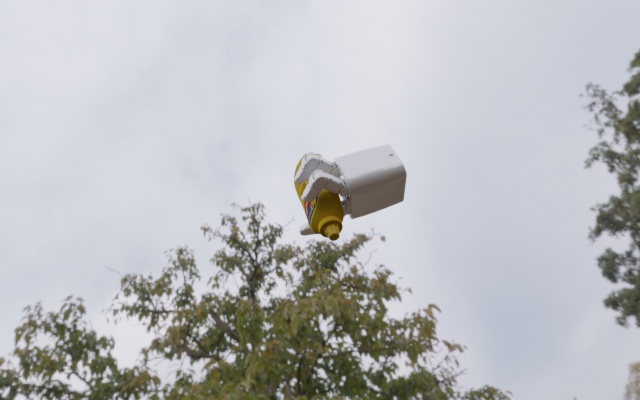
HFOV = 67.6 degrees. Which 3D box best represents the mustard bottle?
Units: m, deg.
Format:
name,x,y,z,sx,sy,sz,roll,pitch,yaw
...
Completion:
name,x,y,z,sx,sy,sz,roll,pitch,yaw
mustard bottle,0.000,0.003,0.858,0.058,0.096,0.191,2,37,-20
